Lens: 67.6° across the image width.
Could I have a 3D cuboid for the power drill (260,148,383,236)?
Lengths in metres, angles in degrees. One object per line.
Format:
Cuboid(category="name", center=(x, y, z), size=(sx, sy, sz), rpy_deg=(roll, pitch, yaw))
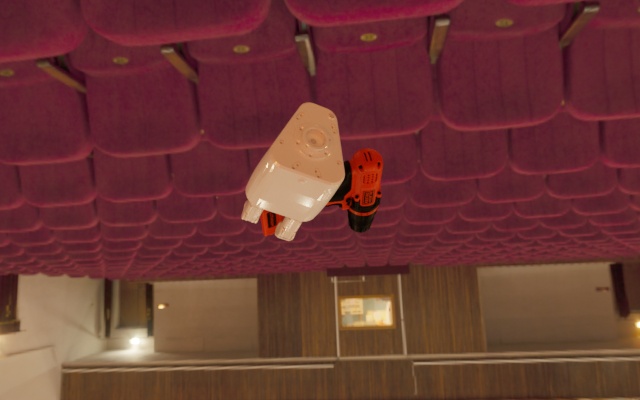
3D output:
Cuboid(category="power drill", center=(0.000, 0.002, 0.729), size=(0.187, 0.057, 0.185), rpy_deg=(-11, -37, -8))
